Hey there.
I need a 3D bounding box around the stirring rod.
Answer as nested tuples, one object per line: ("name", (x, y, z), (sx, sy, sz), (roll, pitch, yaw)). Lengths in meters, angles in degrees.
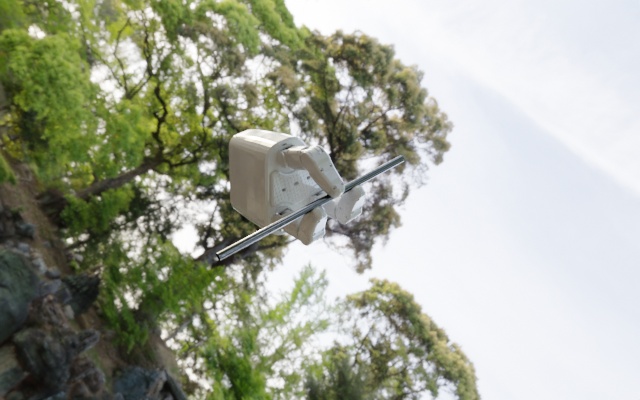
("stirring rod", (0.000, 0.002, 0.493), (0.239, 0.011, 0.011), (-28, 14, -28))
